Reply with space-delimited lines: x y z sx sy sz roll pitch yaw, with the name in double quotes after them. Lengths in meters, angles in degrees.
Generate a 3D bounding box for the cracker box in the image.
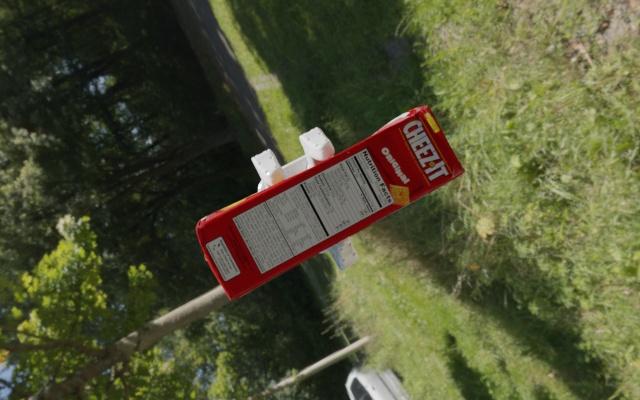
0.000 0.002 0.448 0.213 0.072 0.164 -28 1 -7 "cracker box"
